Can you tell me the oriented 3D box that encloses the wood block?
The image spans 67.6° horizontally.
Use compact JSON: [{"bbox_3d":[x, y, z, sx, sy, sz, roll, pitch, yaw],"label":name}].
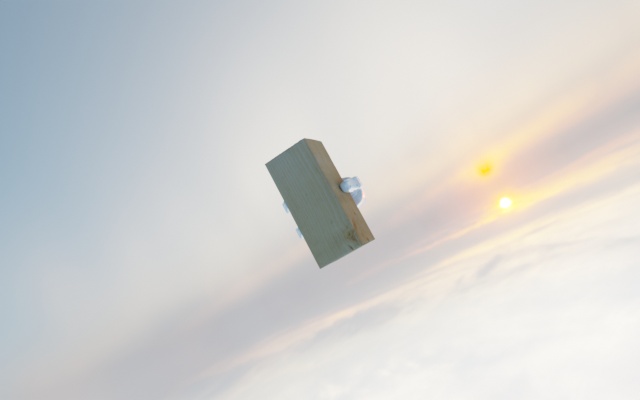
[{"bbox_3d":[0.001,0.003,0.843,0.091,0.206,0.090,-32,-8,19],"label":"wood block"}]
